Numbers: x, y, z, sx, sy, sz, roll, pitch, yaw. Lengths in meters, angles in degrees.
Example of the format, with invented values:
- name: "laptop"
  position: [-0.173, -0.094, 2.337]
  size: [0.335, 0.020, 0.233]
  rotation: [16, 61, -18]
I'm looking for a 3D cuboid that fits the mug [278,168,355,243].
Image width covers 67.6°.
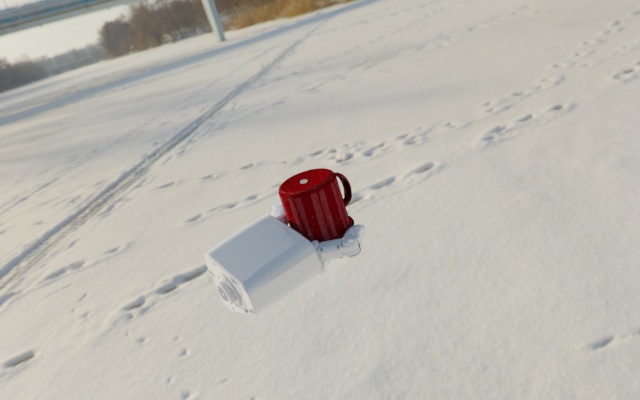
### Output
- name: "mug"
  position: [0.001, 0.001, 0.663]
  size: [0.117, 0.081, 0.093]
  rotation: [-33, 27, -31]
